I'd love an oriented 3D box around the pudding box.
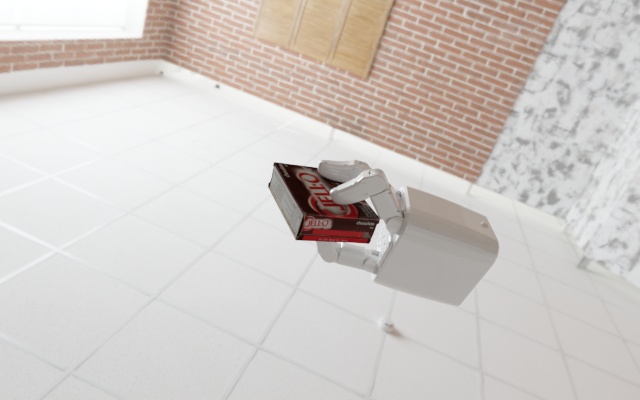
[{"bbox_3d":[0.000,0.002,0.529,0.090,0.039,0.113,6,27,-28],"label":"pudding box"}]
